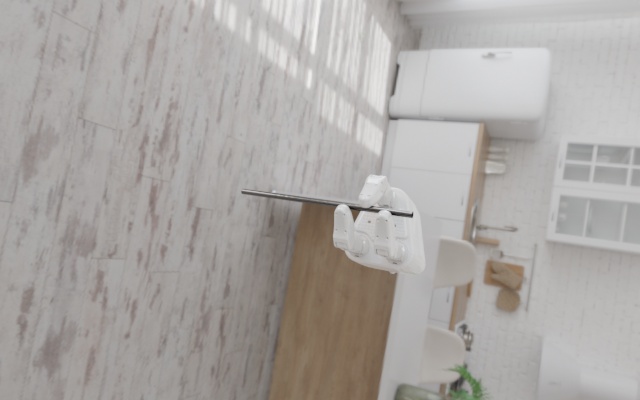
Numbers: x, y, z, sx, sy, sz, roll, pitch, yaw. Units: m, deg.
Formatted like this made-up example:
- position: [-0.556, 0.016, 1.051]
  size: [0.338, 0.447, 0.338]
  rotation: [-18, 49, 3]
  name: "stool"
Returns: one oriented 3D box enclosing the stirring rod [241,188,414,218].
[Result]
- position: [0.000, 0.002, 0.610]
  size: [0.239, 0.011, 0.011]
  rotation: [8, 3, 25]
  name: "stirring rod"
